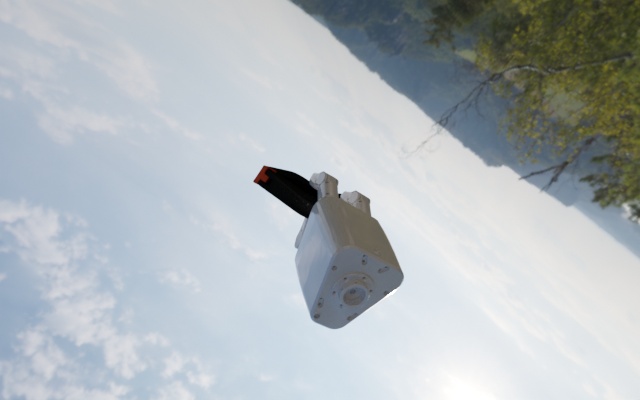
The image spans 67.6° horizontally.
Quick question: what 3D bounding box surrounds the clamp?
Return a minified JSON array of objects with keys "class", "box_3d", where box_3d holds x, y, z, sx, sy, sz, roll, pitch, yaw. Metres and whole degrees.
[{"class":"clamp","box_3d":[-0.001,0.003,0.676,0.210,0.036,0.164,29,16,-24]}]
